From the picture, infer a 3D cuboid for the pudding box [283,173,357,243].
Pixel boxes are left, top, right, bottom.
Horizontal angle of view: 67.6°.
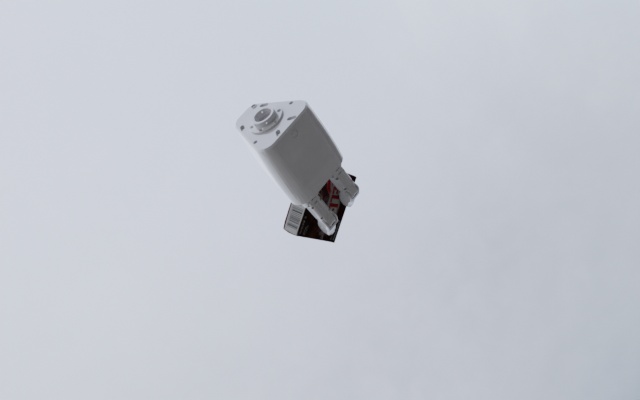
[{"bbox_3d":[0.000,0.002,0.724,0.039,0.113,0.090,24,6,42],"label":"pudding box"}]
